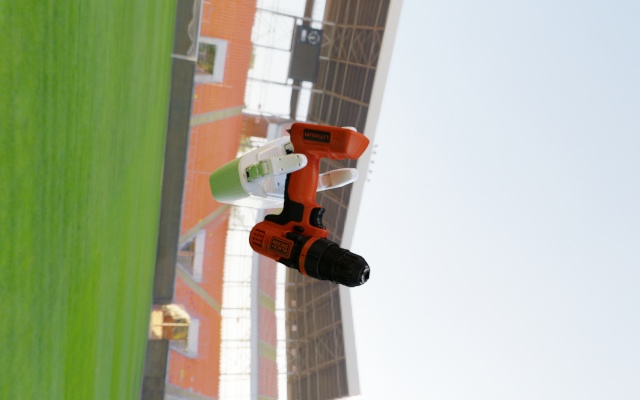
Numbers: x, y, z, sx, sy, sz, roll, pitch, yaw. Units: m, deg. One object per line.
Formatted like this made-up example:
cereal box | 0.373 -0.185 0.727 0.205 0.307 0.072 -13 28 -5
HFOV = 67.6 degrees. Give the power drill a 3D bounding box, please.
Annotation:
power drill | 0.000 0.001 0.601 0.184 0.187 0.057 15 -2 35
